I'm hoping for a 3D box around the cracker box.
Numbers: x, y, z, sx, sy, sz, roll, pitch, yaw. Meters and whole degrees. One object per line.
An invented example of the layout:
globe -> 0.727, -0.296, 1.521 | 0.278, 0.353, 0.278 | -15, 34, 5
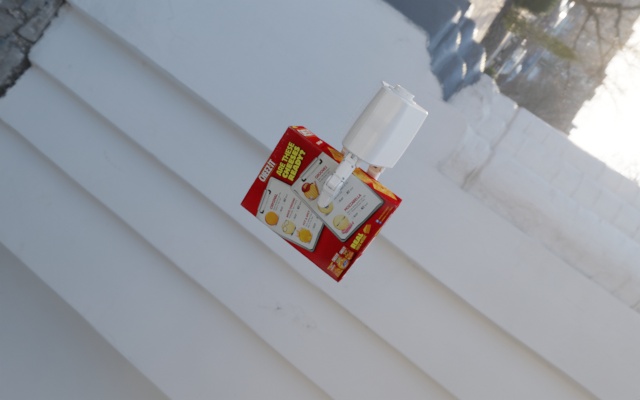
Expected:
cracker box -> 0.000, 0.003, 0.792 | 0.213, 0.164, 0.072 | 38, 18, 9
